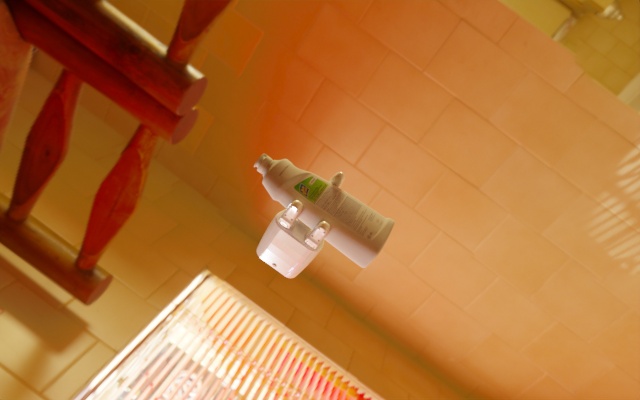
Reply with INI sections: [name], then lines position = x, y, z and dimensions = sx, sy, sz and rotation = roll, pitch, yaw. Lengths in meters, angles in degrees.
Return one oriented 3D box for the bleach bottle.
[bleach bottle]
position = 0.000, 0.003, 0.809
dimensions = 0.251, 0.068, 0.102
rotation = 37, 42, 0
